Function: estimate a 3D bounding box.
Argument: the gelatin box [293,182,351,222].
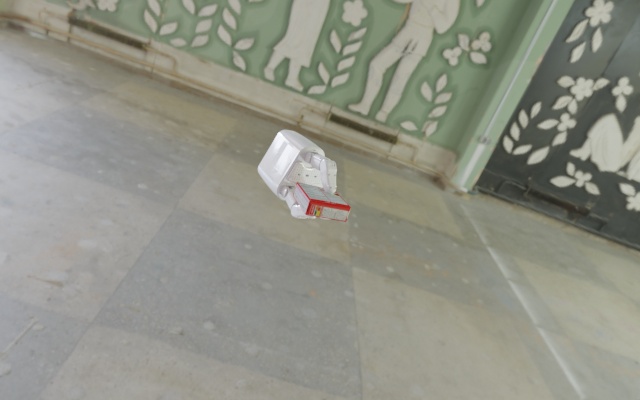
[{"bbox_3d":[0.000,0.002,0.800,0.073,0.030,0.089,11,17,-22],"label":"gelatin box"}]
